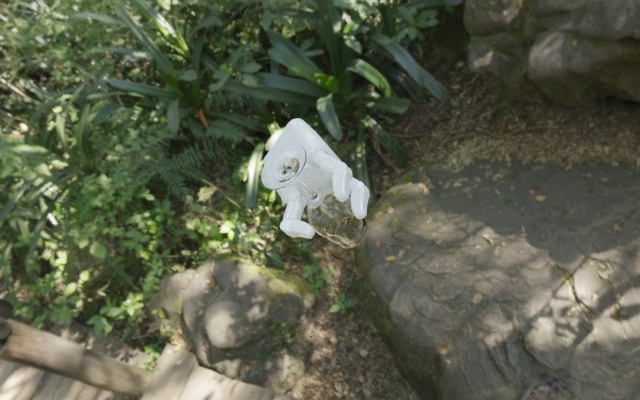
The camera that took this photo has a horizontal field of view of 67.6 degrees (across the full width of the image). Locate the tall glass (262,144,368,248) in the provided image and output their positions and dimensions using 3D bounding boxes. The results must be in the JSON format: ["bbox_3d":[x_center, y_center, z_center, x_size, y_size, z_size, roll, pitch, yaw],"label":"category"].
[{"bbox_3d":[0.000,0.002,0.722,0.079,0.079,0.201,0,-30,36],"label":"tall glass"}]
